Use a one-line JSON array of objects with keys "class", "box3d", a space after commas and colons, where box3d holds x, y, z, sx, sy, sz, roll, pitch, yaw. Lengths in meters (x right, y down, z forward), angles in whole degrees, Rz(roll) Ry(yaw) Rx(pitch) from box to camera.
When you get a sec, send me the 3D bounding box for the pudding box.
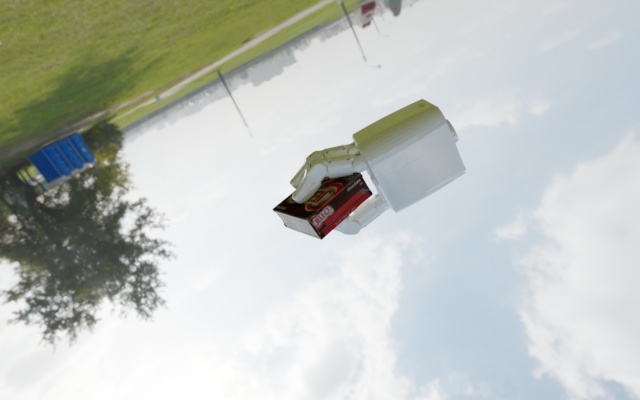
[{"class": "pudding box", "box3d": [0.000, 0.002, 0.609, 0.090, 0.039, 0.113, -40, 19, -19]}]
